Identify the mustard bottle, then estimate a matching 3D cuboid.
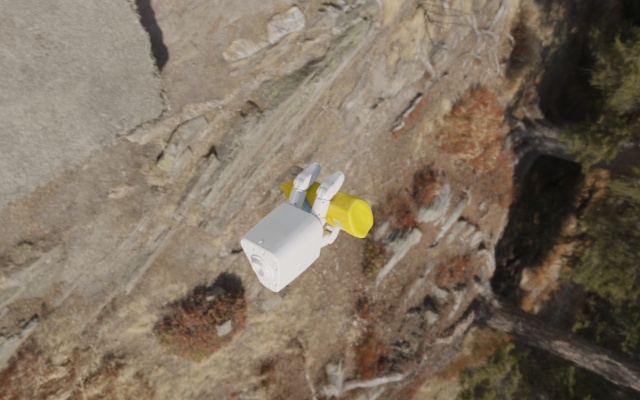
[{"bbox_3d":[0.001,0.003,0.876,0.191,0.058,0.096,23,-18,35],"label":"mustard bottle"}]
